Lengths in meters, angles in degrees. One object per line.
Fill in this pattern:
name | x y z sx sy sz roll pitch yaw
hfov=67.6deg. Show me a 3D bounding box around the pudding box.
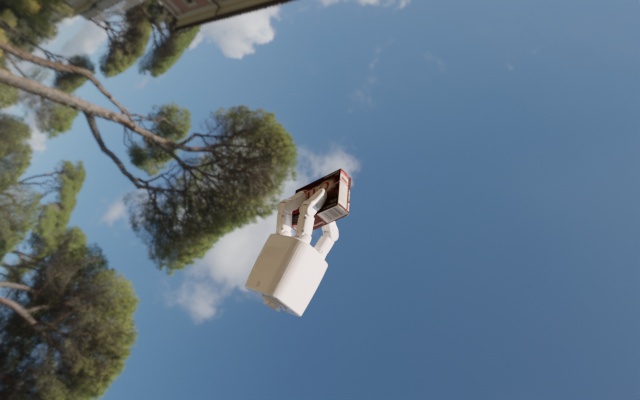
pudding box | 0.000 0.003 0.869 0.113 0.090 0.039 -23 -48 29
